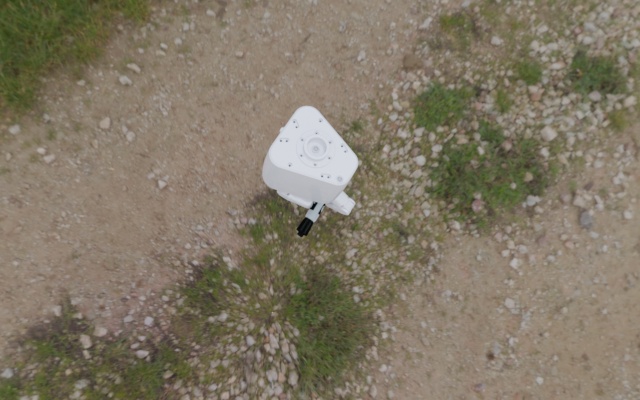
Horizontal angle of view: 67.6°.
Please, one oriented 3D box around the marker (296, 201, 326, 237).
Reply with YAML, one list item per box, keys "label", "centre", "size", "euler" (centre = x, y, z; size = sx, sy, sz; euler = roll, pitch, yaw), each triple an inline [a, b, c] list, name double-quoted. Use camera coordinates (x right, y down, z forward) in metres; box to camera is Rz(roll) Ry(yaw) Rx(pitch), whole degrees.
- label: "marker"
  centre: [0.000, 0.002, 0.716]
  size: [0.020, 0.121, 0.020]
  euler: [30, -15, 9]
